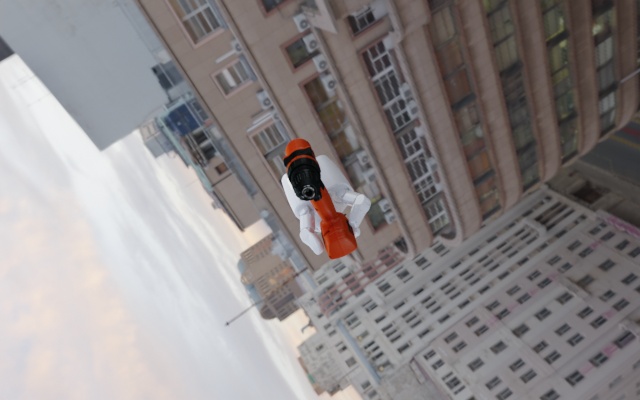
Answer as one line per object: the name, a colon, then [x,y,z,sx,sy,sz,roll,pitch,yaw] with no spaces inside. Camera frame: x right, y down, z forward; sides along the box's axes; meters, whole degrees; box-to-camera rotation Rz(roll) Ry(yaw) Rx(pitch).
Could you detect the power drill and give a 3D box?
power drill: [0.000,0.003,0.782,0.057,0.188,0.184,-22,27,6]
